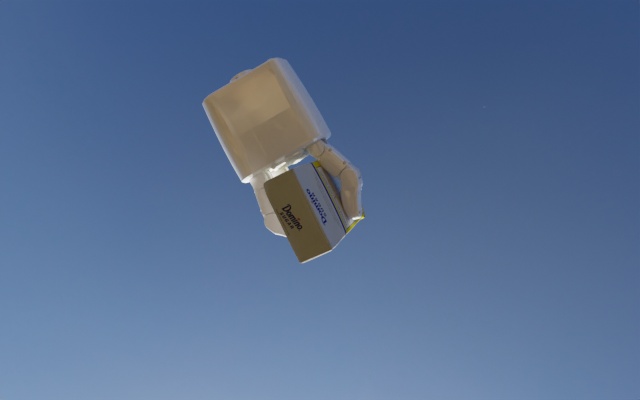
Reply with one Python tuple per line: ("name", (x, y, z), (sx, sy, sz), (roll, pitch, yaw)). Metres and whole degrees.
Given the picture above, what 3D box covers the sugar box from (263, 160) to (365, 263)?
("sugar box", (0.000, 0.002, 0.557), (0.048, 0.093, 0.176), (-25, 1, 22))
